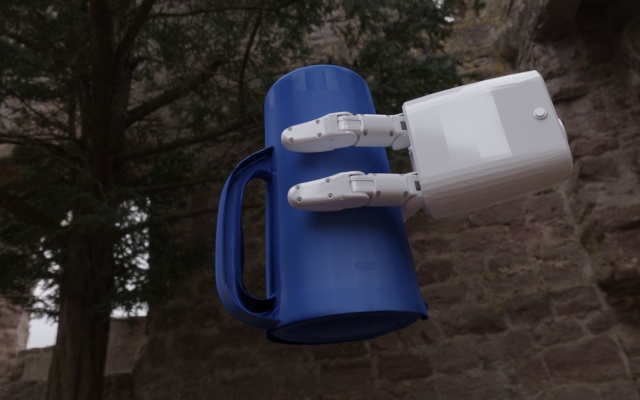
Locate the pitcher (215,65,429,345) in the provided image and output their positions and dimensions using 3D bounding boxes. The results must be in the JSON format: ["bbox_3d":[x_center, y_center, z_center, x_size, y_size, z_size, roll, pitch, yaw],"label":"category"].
[{"bbox_3d":[0.000,0.001,0.430,0.145,0.242,0.149,-14,-26,15],"label":"pitcher"}]
